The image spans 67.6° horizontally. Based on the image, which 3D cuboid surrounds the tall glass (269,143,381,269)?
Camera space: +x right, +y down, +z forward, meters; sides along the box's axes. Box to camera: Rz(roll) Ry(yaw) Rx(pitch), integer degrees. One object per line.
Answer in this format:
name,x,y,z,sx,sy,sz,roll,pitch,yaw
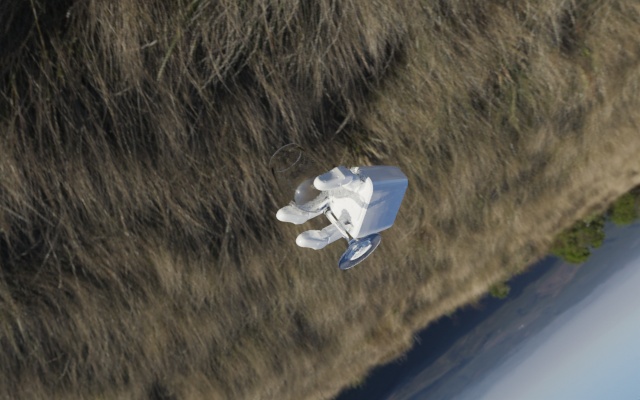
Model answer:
tall glass,0.000,0.003,0.713,0.079,0.201,0.079,-30,-28,-17
